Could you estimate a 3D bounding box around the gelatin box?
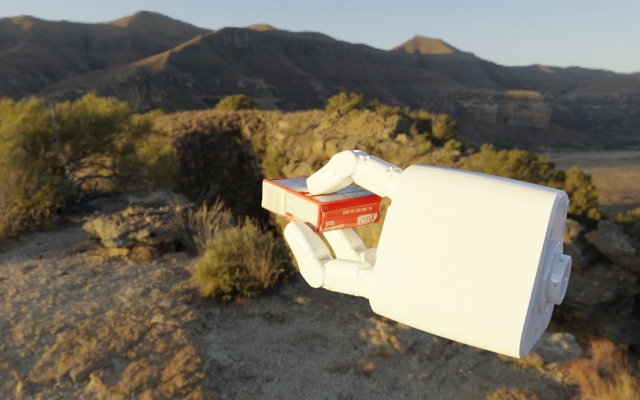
[{"bbox_3d":[0.000,0.001,0.442,0.073,0.030,0.089,-8,20,-40],"label":"gelatin box"}]
